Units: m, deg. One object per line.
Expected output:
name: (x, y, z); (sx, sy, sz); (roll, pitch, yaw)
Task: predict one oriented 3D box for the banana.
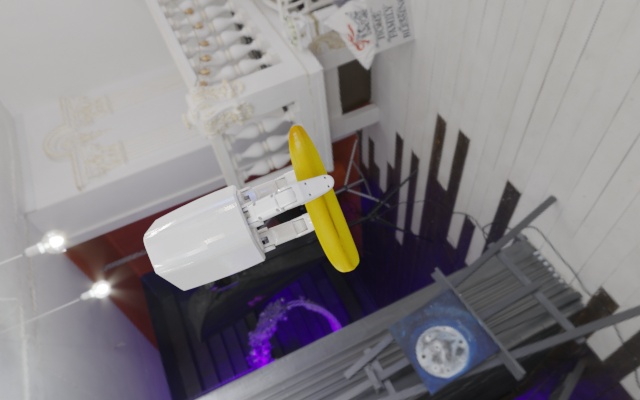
banana: (0.004, 0.011, 0.551); (0.037, 0.198, 0.069); (-22, 20, -1)
